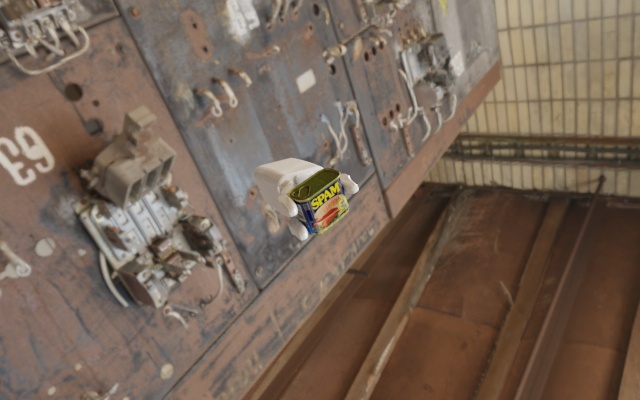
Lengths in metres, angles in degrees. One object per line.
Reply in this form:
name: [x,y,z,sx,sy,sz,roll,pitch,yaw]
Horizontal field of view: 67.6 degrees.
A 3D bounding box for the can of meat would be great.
can of meat: [0.000,0.003,0.883,0.102,0.084,0.057,-37,35,-27]
